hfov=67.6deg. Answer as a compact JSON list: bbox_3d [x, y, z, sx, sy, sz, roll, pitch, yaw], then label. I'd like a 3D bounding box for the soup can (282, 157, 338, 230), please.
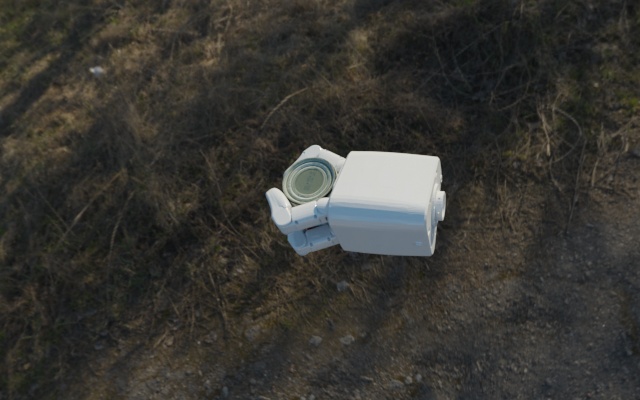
[{"bbox_3d":[0.000,0.002,0.592,0.068,0.068,0.102,0,-30,19],"label":"soup can"}]
